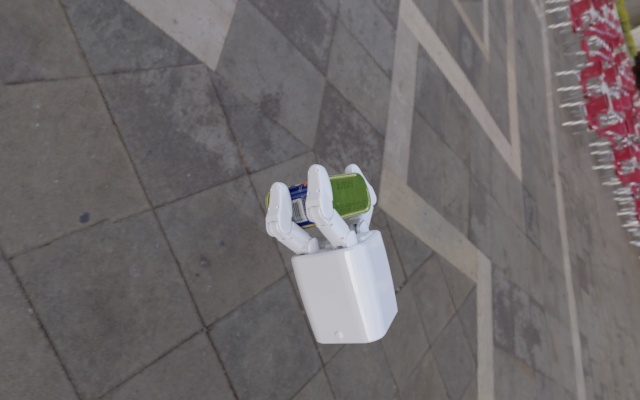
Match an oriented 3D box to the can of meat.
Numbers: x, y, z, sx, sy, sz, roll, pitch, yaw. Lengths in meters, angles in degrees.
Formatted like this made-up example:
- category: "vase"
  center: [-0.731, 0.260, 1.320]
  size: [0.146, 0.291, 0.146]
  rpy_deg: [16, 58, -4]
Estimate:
- category: "can of meat"
  center: [0.000, 0.002, 0.576]
  size: [0.084, 0.057, 0.102]
  rpy_deg: [-14, -1, 37]
